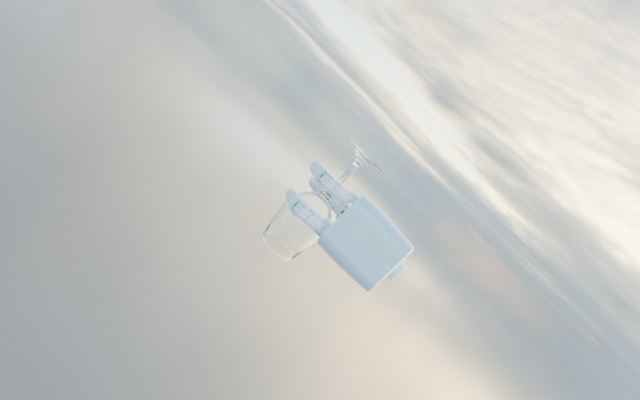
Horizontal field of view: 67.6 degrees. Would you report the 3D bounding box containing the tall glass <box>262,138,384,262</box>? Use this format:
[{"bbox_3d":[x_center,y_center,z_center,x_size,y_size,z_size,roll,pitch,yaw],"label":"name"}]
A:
[{"bbox_3d":[0.000,0.002,0.729,0.079,0.201,0.079,43,8,-8],"label":"tall glass"}]
